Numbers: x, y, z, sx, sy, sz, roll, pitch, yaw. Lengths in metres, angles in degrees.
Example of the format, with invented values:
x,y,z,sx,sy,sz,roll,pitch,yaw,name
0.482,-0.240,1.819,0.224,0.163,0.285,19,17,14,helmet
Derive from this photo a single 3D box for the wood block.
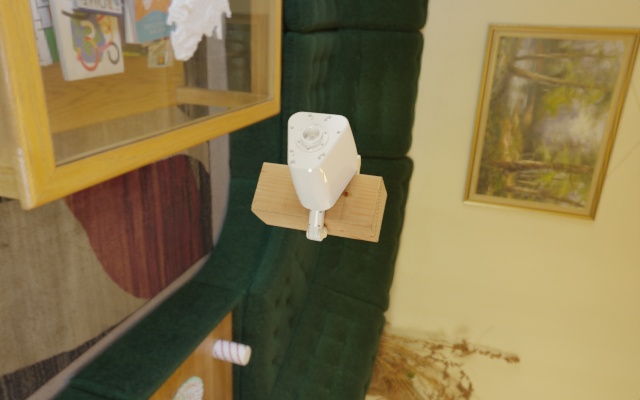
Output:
x,y,z,sx,sy,sz,roll,pitch,yaw,name
0.000,0.003,0.818,0.206,0.090,0.090,8,-17,16,wood block
